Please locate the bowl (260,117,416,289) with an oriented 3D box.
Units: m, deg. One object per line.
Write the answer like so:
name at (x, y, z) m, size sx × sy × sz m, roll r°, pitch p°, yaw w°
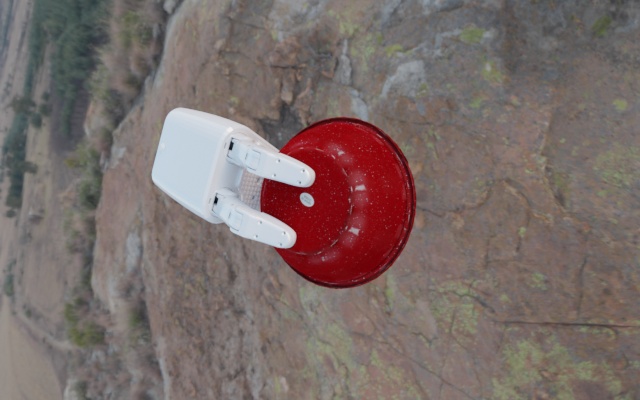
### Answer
bowl at (0.001, 0.001, 0.427) m, size 0.162 × 0.162 × 0.055 m, roll 0°, pitch -1°, yaw 31°
